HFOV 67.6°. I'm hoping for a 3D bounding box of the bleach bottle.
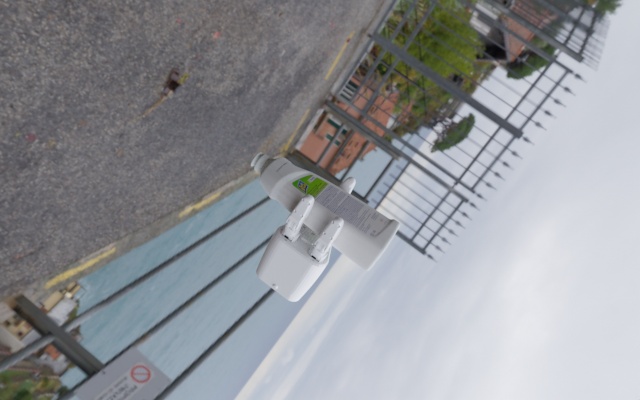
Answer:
[{"bbox_3d":[0.000,0.003,0.766,0.251,0.068,0.102,36,35,6],"label":"bleach bottle"}]
